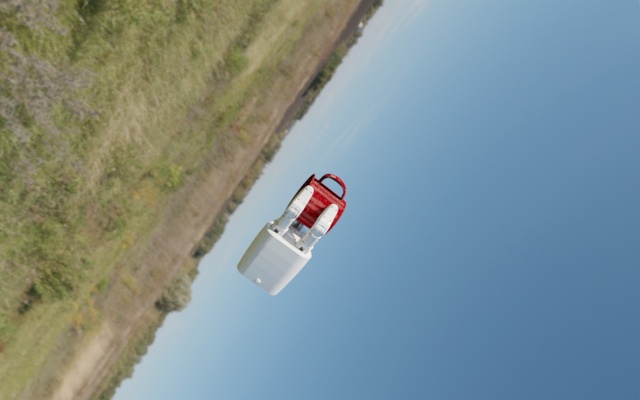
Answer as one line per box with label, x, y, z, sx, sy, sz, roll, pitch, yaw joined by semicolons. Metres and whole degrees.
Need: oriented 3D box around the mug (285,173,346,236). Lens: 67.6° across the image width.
mug;0.001;0.002;0.869;0.081;0.117;0.093;37;21;-9
